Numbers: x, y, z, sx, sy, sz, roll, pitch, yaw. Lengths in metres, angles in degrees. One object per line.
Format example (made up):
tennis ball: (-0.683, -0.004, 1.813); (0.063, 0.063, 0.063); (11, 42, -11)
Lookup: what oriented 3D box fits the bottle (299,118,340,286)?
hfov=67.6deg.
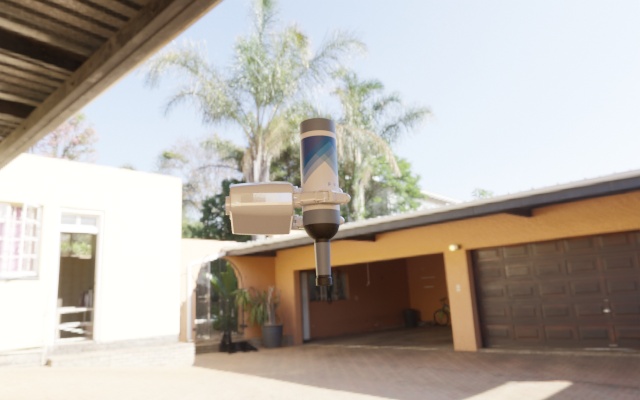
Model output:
bottle: (0.000, 0.003, 0.853); (0.069, 0.295, 0.069); (-2, -12, -1)
